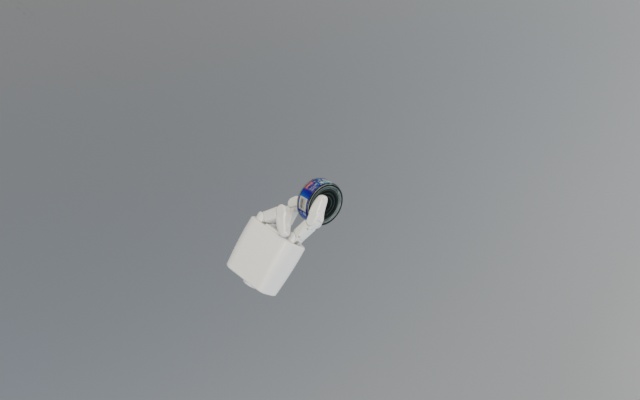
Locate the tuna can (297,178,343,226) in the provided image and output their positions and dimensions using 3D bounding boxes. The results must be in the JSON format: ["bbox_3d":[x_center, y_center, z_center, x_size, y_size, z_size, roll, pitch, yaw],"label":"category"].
[{"bbox_3d":[0.001,0.003,0.887,0.086,0.086,0.033,0,20,-40],"label":"tuna can"}]
